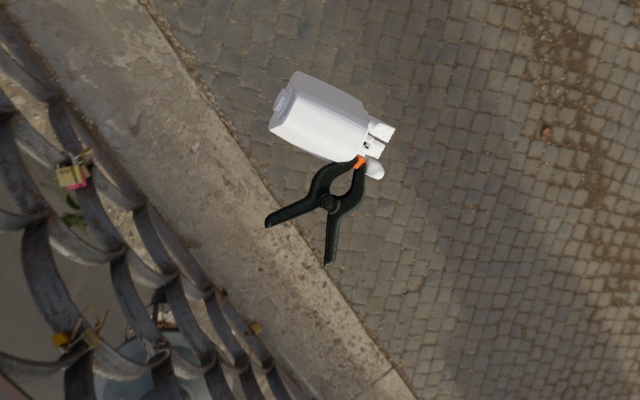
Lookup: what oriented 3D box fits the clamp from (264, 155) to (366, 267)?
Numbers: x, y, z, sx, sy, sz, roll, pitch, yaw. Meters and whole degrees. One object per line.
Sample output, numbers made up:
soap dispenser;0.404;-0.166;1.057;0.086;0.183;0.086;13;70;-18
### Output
clamp;0.000;0.002;0.689;0.120;0.171;0.039;25;9;-16
